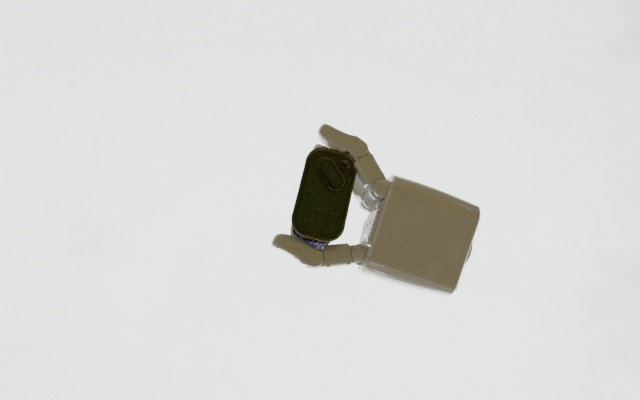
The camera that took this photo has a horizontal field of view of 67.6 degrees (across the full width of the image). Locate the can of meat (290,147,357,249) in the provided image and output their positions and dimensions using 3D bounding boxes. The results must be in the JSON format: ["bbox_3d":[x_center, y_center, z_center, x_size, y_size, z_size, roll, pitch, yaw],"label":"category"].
[{"bbox_3d":[0.000,0.002,0.548,0.057,0.102,0.084,14,-15,-3],"label":"can of meat"}]
